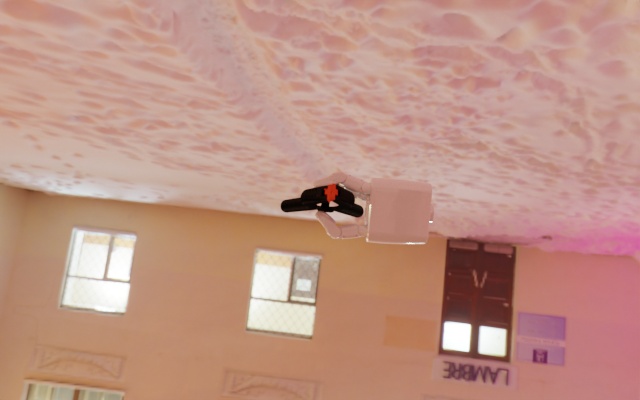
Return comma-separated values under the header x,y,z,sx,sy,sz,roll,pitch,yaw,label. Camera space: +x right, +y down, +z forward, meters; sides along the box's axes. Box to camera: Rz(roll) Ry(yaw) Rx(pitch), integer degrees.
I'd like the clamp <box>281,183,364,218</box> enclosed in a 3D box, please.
x,y,z,sx,sy,sz,roll,pitch,yaw,label
0.000,0.004,0.864,0.164,0.036,0.210,2,-9,3,clamp
